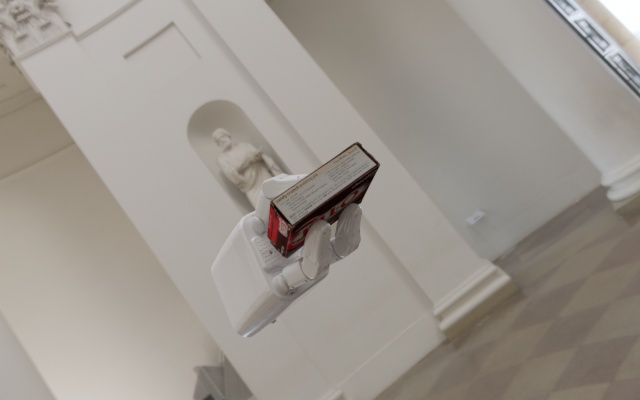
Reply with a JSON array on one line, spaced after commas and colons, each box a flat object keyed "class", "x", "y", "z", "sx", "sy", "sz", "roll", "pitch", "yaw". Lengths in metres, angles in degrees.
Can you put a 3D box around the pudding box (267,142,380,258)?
[{"class": "pudding box", "x": 0.000, "y": 0.001, "z": 0.482, "sx": 0.113, "sy": 0.039, "sz": 0.090, "roll": -38, "pitch": -13, "yaw": -21}]
